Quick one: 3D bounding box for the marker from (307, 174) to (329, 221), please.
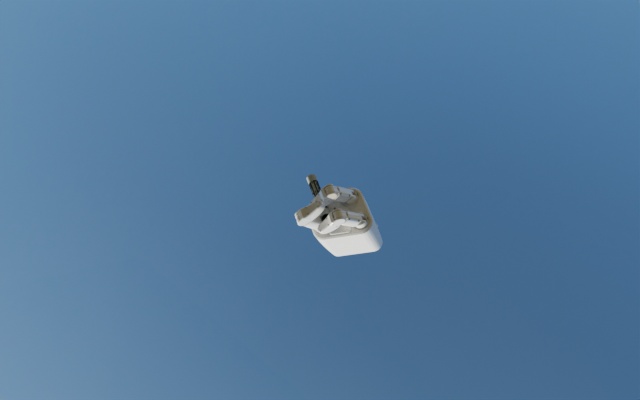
[{"bbox_3d":[0.000,0.003,0.880,0.020,0.121,0.020,-15,-33,-10],"label":"marker"}]
